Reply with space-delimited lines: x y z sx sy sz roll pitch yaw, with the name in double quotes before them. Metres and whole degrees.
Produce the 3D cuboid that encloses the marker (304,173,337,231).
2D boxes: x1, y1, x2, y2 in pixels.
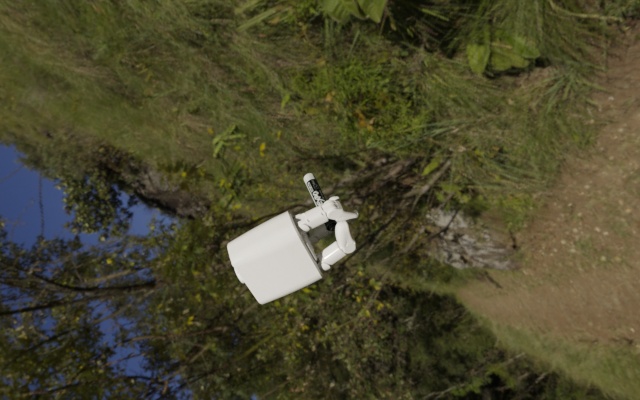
"marker" 0.000 0.002 0.733 0.020 0.020 0.121 0 41 -25
